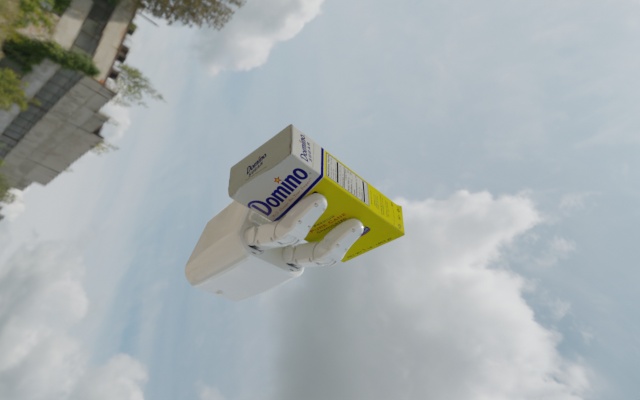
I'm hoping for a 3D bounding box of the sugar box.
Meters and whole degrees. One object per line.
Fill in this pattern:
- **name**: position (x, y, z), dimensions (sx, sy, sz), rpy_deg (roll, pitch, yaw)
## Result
- **sugar box**: position (0.000, 0.002, 0.502), dimensions (0.093, 0.048, 0.176), rpy_deg (-31, -45, 33)
